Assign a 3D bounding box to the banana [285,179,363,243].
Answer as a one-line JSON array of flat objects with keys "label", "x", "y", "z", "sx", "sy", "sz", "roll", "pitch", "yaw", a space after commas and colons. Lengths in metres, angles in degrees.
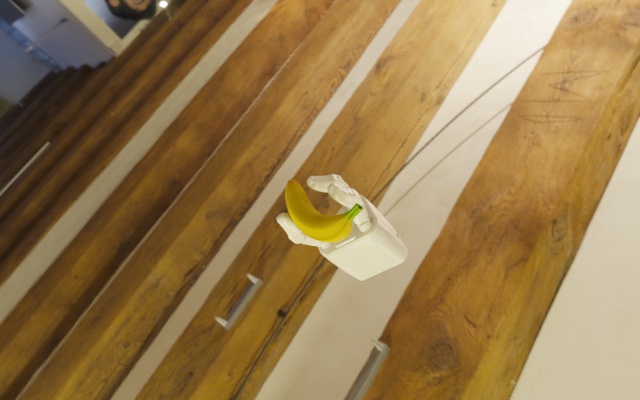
[{"label": "banana", "x": -0.008, "y": 0.019, "z": 0.700, "sx": 0.037, "sy": 0.069, "sz": 0.197, "roll": 34, "pitch": -7, "yaw": -35}]
